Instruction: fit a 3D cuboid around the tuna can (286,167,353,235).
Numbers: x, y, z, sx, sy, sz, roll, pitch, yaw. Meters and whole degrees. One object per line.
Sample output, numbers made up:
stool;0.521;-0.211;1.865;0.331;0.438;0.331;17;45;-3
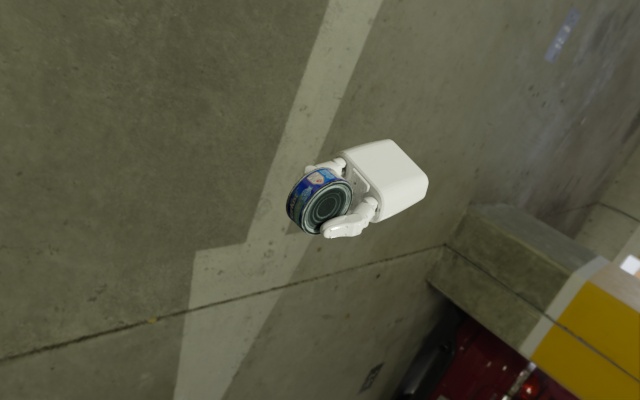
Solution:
tuna can;0.000;0.002;0.613;0.086;0.086;0.033;0;33;-46
